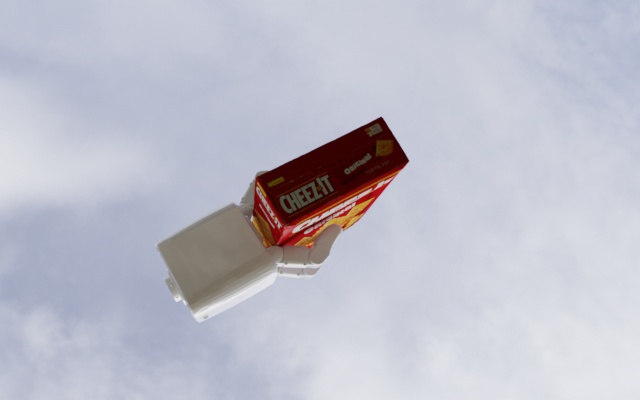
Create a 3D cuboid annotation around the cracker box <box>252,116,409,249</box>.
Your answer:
[{"bbox_3d":[0.000,0.002,0.604,0.164,0.072,0.214,-28,-12,-18],"label":"cracker box"}]
